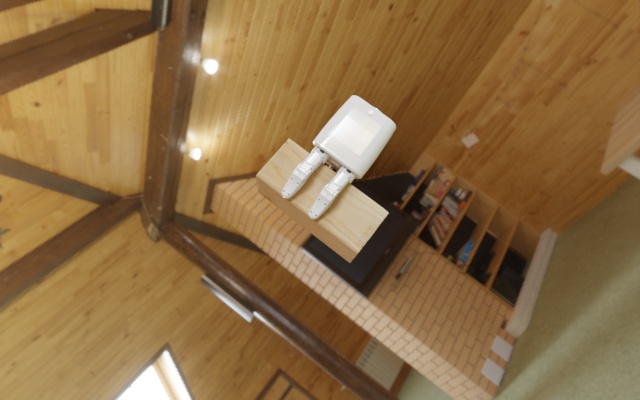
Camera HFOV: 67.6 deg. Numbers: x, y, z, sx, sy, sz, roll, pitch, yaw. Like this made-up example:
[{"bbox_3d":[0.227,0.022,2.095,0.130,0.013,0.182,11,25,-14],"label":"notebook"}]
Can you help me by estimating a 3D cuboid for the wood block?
[{"bbox_3d":[0.000,0.002,0.810,0.206,0.090,0.091,37,-16,7],"label":"wood block"}]
